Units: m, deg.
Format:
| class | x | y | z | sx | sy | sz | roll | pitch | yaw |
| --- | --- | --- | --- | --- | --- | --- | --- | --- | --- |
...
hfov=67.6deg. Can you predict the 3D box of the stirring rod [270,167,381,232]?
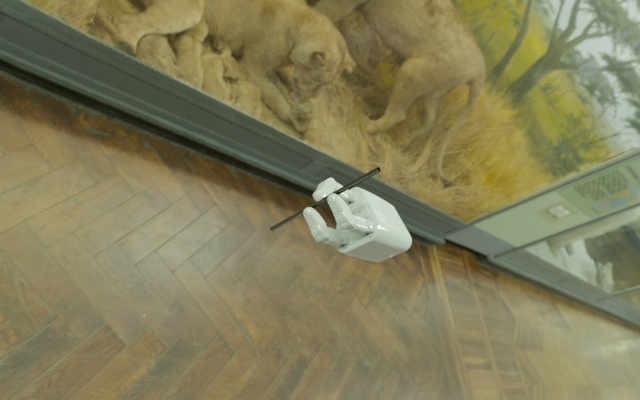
| class | x | y | z | sx | sy | sz | roll | pitch | yaw |
| --- | --- | --- | --- | --- | --- | --- | --- | --- | --- |
| stirring rod | 0.000 | 0.003 | 0.775 | 0.239 | 0.011 | 0.011 | -29 | -18 | 34 |
